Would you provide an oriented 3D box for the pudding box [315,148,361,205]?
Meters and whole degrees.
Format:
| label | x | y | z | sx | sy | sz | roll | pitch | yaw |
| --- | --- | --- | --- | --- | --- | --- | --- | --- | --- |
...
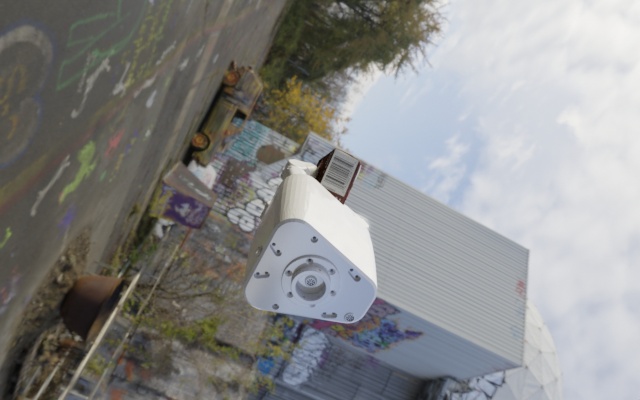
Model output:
| label | x | y | z | sx | sy | sz | roll | pitch | yaw |
| --- | --- | --- | --- | --- | --- | --- | --- | --- | --- |
| pudding box | 0.000 | 0.002 | 0.561 | 0.039 | 0.113 | 0.090 | 27 | -9 | -10 |
